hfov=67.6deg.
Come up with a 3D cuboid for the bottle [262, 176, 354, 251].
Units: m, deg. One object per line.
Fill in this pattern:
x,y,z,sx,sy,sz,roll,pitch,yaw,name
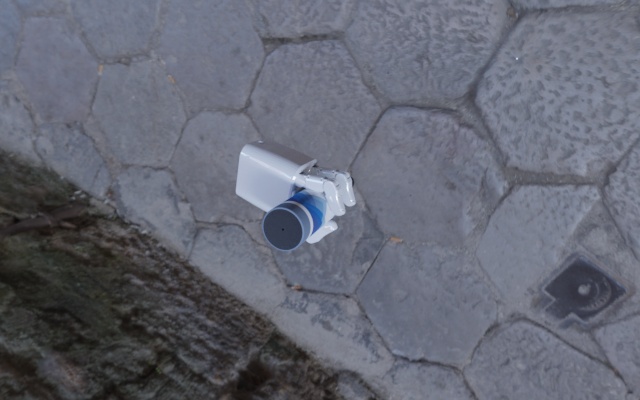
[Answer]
0.000,0.003,0.810,0.069,0.069,0.295,0,15,22,bottle
